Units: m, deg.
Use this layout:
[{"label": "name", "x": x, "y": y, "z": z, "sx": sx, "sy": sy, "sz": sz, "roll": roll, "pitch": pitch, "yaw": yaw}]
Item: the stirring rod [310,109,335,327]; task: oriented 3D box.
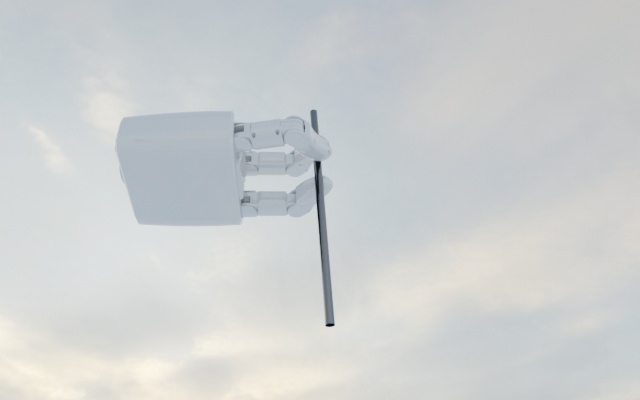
[{"label": "stirring rod", "x": 0.000, "y": 0.002, "z": 0.447, "sx": 0.011, "sy": 0.239, "sz": 0.011, "roll": -3, "pitch": -36, "yaw": -2}]
